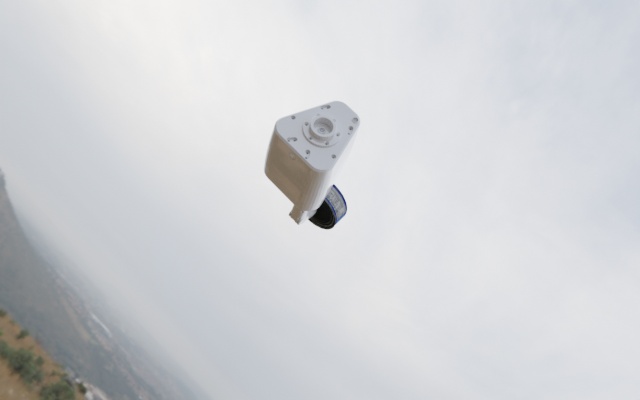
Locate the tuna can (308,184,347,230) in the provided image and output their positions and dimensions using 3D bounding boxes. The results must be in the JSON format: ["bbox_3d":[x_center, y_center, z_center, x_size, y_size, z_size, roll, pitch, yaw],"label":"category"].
[{"bbox_3d":[0.000,0.002,0.752,0.033,0.086,0.086,-42,24,-29],"label":"tuna can"}]
